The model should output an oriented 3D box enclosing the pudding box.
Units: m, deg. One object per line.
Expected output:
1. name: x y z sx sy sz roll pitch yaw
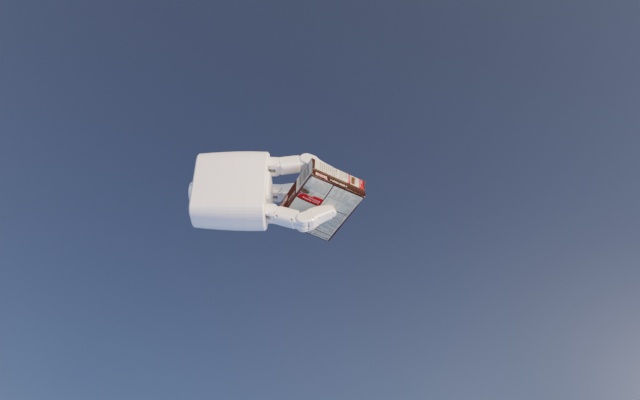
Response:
1. pudding box: 0.000 0.002 0.700 0.090 0.039 0.113 22 -48 -19
